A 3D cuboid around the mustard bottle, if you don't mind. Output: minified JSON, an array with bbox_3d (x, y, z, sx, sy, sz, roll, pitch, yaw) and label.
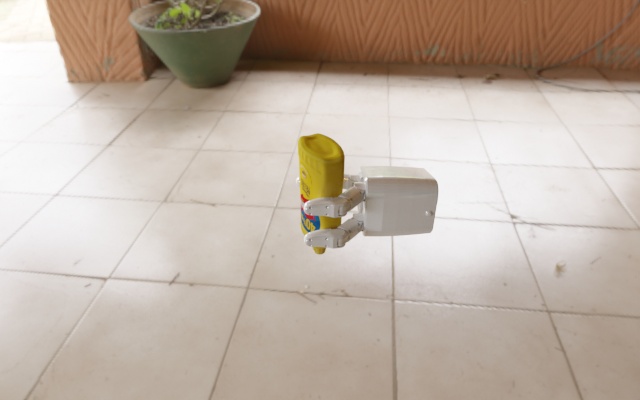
[{"bbox_3d":[0.000,0.002,0.724,0.058,0.192,0.096,-14,36,-21],"label":"mustard bottle"}]
